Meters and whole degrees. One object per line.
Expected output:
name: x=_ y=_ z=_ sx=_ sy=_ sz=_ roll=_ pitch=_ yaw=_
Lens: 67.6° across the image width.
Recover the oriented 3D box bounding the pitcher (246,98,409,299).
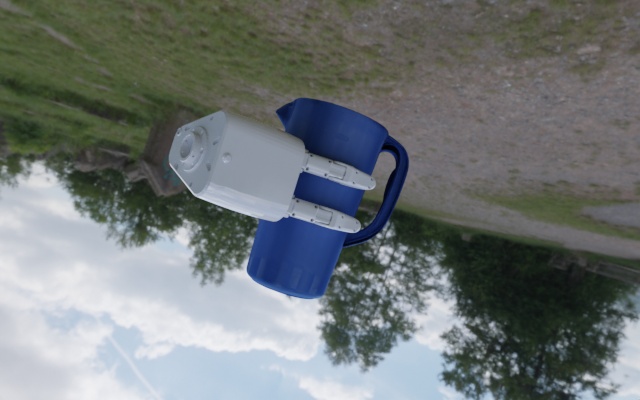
pitcher: x=0.000 y=0.002 z=0.625 sx=0.145 sy=0.243 sz=0.149 roll=19 pitch=-1 yaw=-44
